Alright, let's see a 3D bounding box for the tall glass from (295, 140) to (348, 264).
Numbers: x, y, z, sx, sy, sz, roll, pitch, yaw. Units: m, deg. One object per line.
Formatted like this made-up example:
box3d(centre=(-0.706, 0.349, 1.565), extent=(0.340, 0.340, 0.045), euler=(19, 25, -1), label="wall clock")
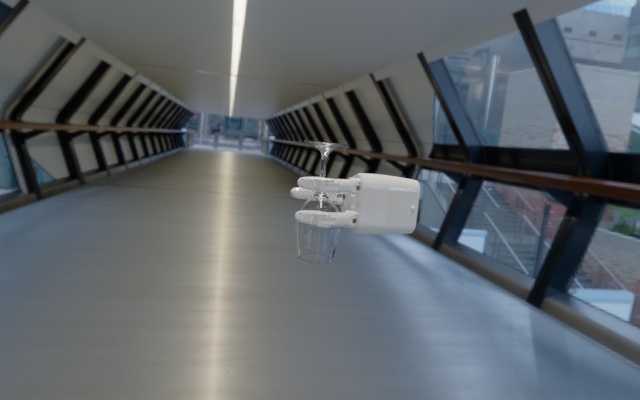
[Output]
box3d(centre=(0.000, 0.002, 0.806), extent=(0.079, 0.201, 0.079), euler=(6, 8, -1), label="tall glass")
